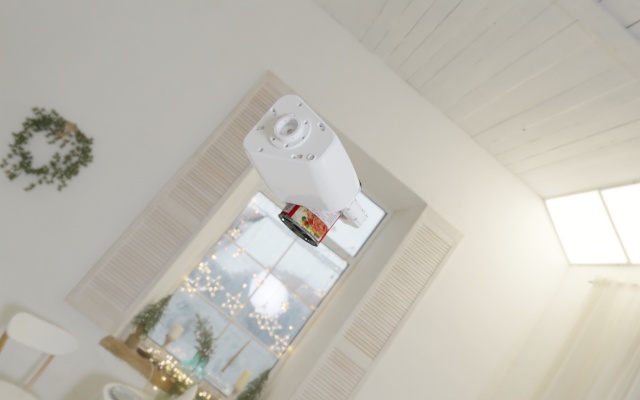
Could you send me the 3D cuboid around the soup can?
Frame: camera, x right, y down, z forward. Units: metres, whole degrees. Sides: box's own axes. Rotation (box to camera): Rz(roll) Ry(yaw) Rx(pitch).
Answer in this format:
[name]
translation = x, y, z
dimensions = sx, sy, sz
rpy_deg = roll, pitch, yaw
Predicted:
[soup can]
translation = 0.001, 0.002, 0.643
dimensions = 0.068, 0.102, 0.068
rpy_deg = 36, -14, 10
